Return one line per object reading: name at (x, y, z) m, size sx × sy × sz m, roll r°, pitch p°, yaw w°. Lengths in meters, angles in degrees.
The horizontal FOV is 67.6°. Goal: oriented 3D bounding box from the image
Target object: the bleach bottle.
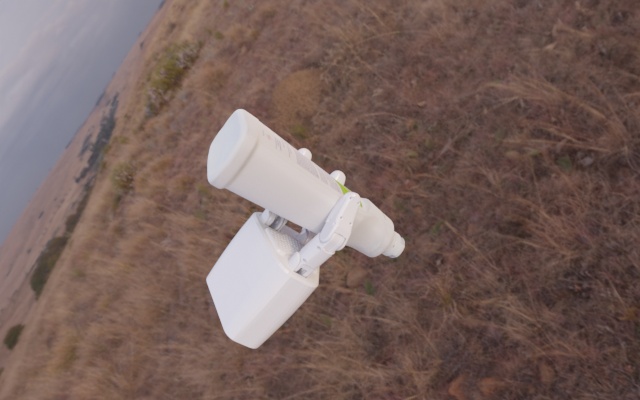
bleach bottle at (0.000, 0.002, 0.525) m, size 0.251 × 0.068 × 0.102 m, roll 32°, pitch 17°, yaw -26°
